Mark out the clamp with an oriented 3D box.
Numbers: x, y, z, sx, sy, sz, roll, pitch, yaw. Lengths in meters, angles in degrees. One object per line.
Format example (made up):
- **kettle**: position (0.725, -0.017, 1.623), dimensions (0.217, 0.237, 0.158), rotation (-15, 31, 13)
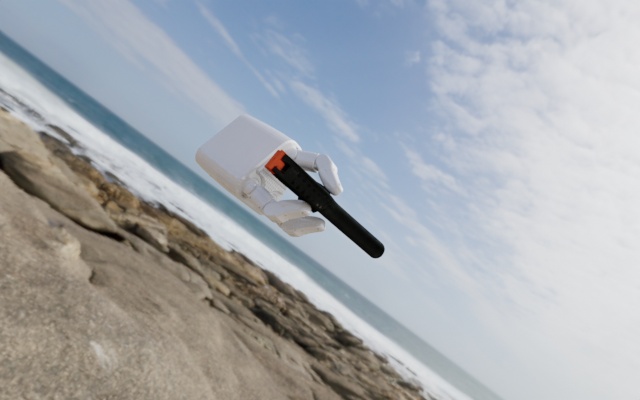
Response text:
- **clamp**: position (0.000, 0.001, 0.628), dimensions (0.164, 0.036, 0.210), rotation (36, -5, 32)
